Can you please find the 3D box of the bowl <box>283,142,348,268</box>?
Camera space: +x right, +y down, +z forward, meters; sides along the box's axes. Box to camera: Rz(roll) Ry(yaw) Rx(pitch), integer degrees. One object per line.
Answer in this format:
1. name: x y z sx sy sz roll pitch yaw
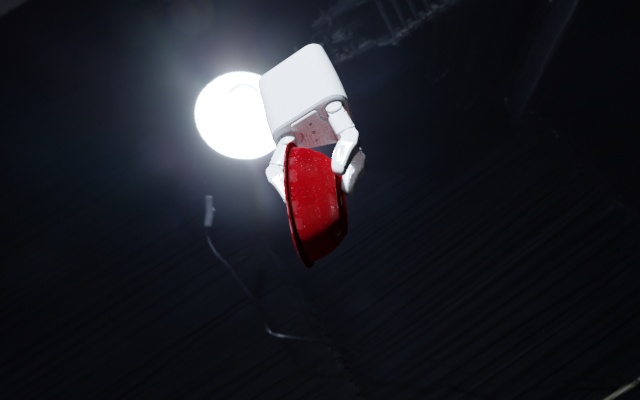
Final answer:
1. bowl: 0.001 0.003 0.602 0.055 0.162 0.162 -8 -1 9
